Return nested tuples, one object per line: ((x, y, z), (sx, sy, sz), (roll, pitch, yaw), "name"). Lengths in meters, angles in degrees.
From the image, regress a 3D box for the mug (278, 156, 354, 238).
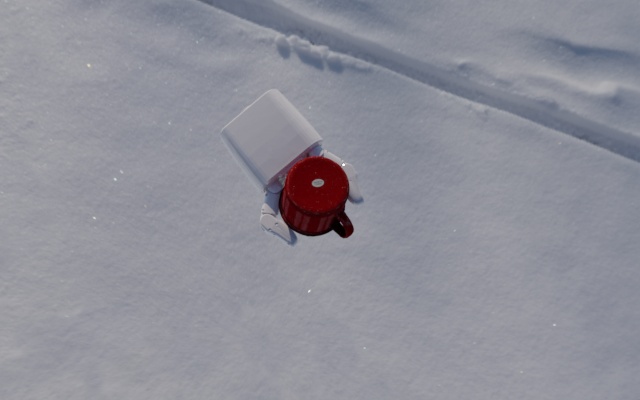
((0.001, 0.003, 0.623), (0.093, 0.117, 0.081), (-37, -10, -16), "mug")
